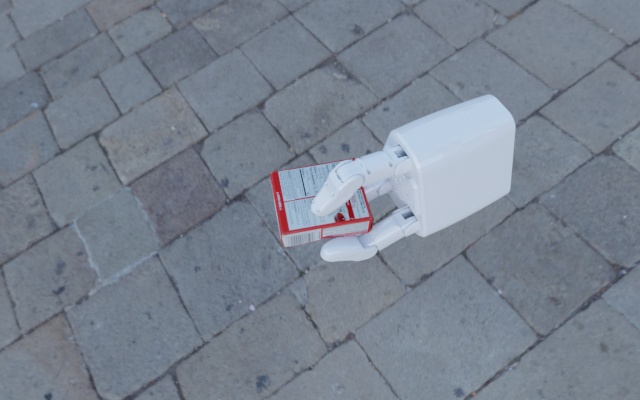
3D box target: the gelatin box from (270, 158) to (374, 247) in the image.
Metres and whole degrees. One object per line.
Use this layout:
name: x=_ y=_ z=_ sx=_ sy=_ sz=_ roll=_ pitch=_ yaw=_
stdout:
gelatin box: x=0.000 y=0.001 z=0.467 sx=0.089 sy=0.073 sz=0.030 roll=-10 pitch=-31 yaw=-6
